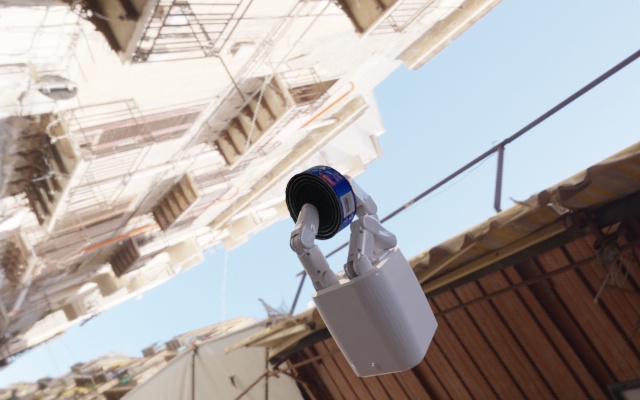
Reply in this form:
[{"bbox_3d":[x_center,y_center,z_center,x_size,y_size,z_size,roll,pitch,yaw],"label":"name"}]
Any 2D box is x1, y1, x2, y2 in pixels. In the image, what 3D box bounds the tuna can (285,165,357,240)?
[{"bbox_3d":[0.000,0.002,0.568,0.086,0.086,0.033,0,22,42],"label":"tuna can"}]
